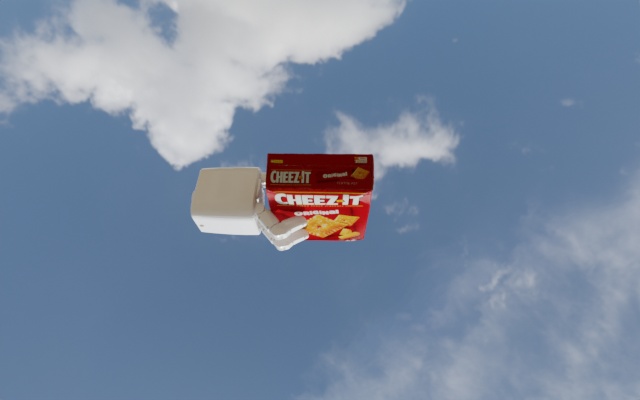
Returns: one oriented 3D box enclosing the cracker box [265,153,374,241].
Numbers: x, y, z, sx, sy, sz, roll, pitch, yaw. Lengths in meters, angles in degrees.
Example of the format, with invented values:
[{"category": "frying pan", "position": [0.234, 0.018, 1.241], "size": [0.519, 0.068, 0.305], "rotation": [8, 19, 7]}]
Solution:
[{"category": "cracker box", "position": [0.000, 0.003, 0.808], "size": [0.164, 0.072, 0.214], "rotation": [0, -25, 1]}]
